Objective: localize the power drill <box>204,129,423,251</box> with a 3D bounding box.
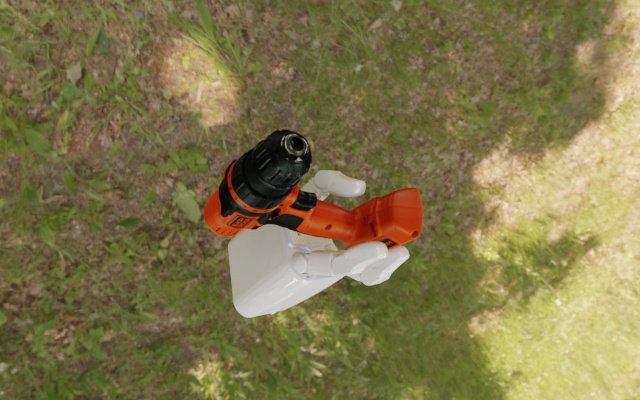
[{"bbox_3d":[0.000,0.002,0.448,0.188,0.057,0.184,14,-23,-25],"label":"power drill"}]
